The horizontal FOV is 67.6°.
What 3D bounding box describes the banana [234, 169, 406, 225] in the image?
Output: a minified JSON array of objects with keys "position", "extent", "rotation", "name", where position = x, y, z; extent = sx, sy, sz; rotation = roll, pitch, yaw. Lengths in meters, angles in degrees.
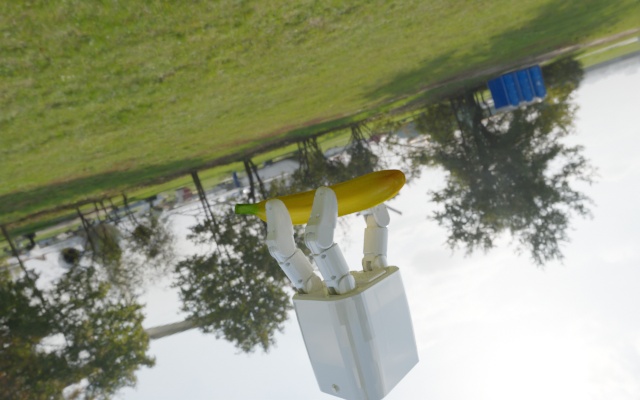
[{"position":[0.006,0.001,0.502],"extent":[0.198,0.037,0.069],"rotation":[-13,-4,29],"name":"banana"}]
